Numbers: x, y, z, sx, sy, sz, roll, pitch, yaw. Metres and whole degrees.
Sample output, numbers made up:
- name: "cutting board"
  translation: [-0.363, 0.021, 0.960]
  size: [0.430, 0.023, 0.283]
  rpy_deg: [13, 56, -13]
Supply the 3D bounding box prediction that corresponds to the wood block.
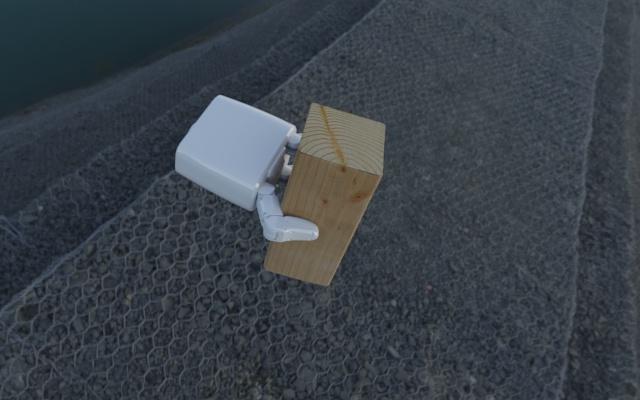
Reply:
- name: "wood block"
  translation: [0.000, 0.002, 0.574]
  size: [0.090, 0.090, 0.206]
  rpy_deg: [16, -45, -4]
